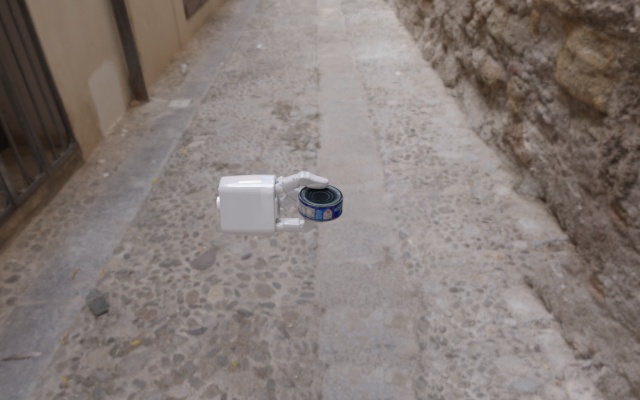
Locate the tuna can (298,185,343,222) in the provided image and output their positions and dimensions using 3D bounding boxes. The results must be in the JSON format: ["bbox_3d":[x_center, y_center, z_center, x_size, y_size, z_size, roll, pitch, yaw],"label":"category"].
[{"bbox_3d":[0.000,0.002,0.898,0.086,0.034,0.086,2,32,-2],"label":"tuna can"}]
